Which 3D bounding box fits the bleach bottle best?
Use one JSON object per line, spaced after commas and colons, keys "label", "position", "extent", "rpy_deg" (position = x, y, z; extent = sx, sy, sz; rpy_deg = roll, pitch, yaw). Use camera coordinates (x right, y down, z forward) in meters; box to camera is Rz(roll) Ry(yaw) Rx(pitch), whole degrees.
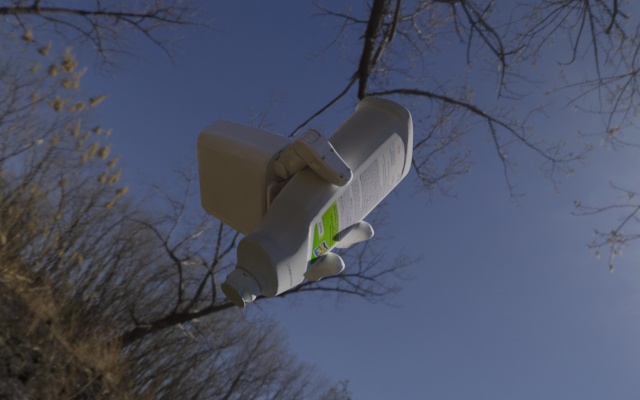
{"label": "bleach bottle", "position": [0.000, 0.002, 0.467], "extent": [0.068, 0.103, 0.250], "rpy_deg": [23, 50, 31]}
